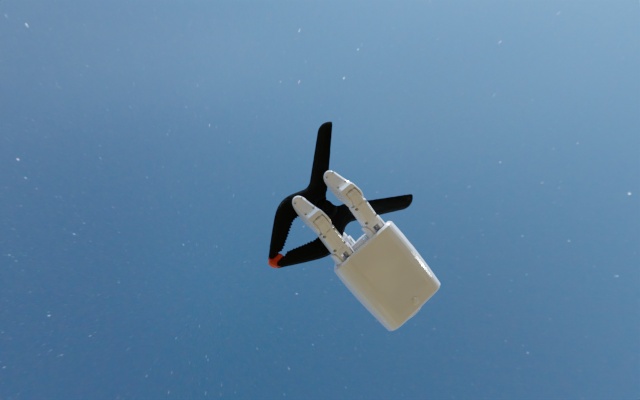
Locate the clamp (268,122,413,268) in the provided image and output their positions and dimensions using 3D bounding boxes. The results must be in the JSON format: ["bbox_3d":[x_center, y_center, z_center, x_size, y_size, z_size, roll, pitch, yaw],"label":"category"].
[{"bbox_3d":[0.000,0.003,0.640,0.210,0.164,0.036,-40,-6,-16],"label":"clamp"}]
